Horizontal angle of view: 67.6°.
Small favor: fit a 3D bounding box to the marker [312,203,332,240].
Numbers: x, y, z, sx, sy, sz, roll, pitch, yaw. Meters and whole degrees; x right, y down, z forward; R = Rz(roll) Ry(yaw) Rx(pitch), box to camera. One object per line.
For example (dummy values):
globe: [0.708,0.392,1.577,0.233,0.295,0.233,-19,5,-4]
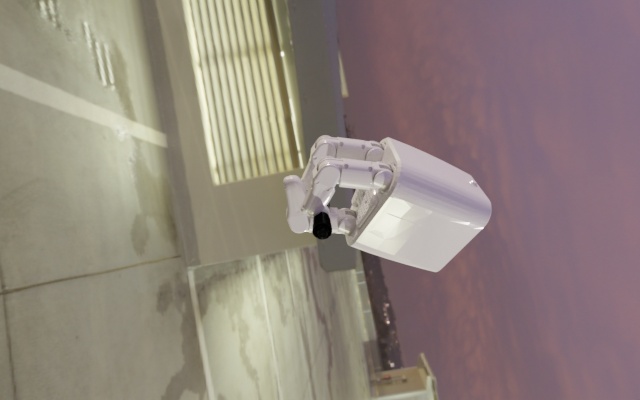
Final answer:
marker: [0.000,0.002,0.487,0.020,0.020,0.121,0,29,-2]
